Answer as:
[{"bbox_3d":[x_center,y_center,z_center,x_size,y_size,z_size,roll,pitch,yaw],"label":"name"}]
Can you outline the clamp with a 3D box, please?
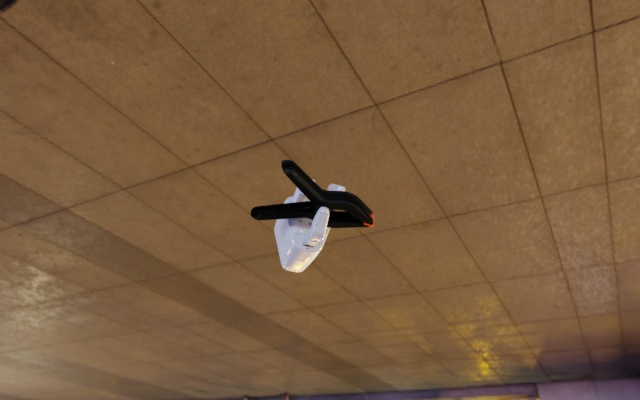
[{"bbox_3d":[0.001,0.004,0.802,0.210,0.036,0.165,12,-34,-14],"label":"clamp"}]
